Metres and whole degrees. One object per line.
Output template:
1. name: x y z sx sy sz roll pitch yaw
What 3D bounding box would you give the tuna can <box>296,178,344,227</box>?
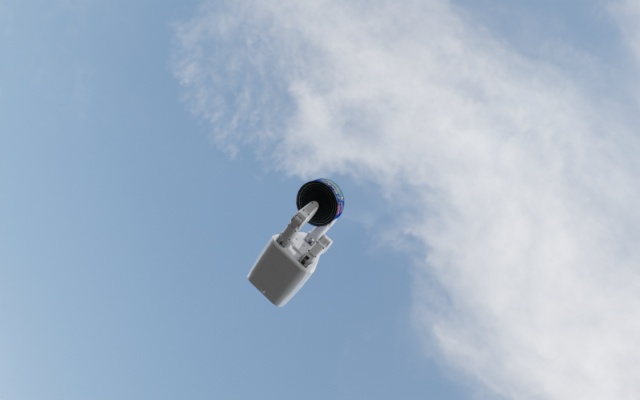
1. tuna can: 0.000 0.003 0.877 0.086 0.086 0.033 0 12 29
